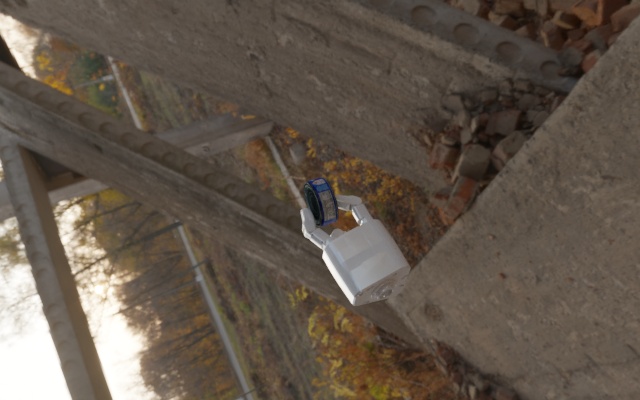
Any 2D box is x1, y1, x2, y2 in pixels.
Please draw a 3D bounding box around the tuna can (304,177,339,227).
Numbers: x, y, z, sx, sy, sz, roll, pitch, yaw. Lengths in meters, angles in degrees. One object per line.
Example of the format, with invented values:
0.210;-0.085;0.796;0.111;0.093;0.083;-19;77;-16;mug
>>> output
0.000;0.003;0.858;0.034;0.086;0.086;-17;5;-16;tuna can
